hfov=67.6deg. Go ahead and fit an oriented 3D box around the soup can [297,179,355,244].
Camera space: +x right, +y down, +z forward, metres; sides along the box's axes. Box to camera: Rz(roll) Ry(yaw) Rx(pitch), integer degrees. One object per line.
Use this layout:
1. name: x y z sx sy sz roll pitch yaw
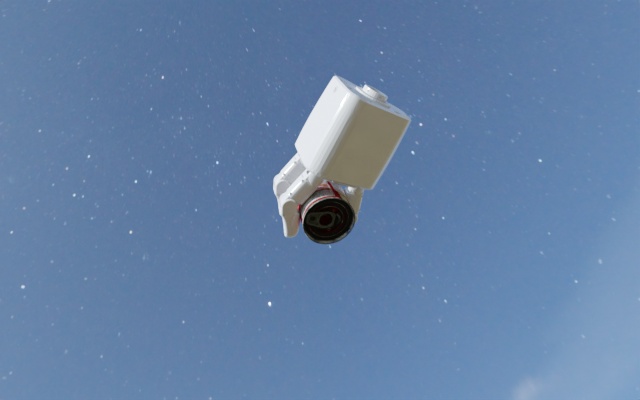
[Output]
1. soup can: 0.000 0.002 0.637 0.068 0.068 0.102 0 29 -14
